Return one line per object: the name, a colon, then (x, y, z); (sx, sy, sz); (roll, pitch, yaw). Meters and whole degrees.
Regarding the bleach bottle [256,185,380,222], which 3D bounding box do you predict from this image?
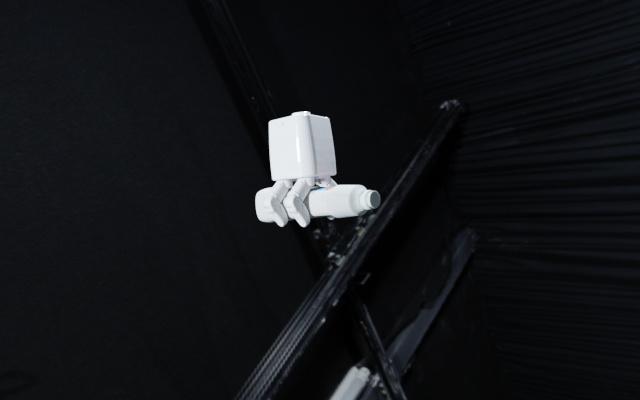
bleach bottle: (0.000, 0.003, 0.844); (0.251, 0.068, 0.102); (-3, 4, 43)
